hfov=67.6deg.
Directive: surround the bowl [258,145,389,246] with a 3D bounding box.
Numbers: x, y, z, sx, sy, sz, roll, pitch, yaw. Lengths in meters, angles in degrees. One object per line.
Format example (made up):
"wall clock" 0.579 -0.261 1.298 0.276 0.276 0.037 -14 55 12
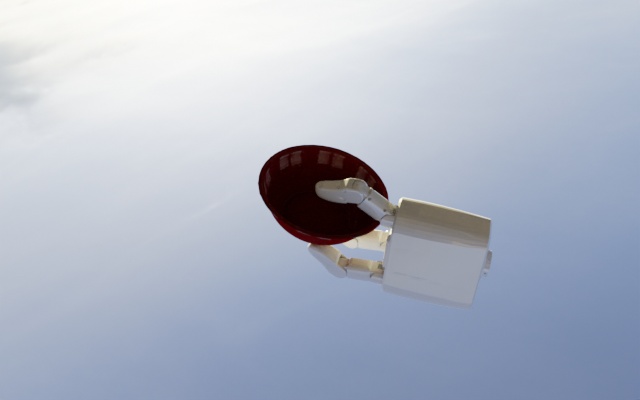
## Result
"bowl" -0.001 0.002 0.594 0.162 0.162 0.055 0 -43 -17
